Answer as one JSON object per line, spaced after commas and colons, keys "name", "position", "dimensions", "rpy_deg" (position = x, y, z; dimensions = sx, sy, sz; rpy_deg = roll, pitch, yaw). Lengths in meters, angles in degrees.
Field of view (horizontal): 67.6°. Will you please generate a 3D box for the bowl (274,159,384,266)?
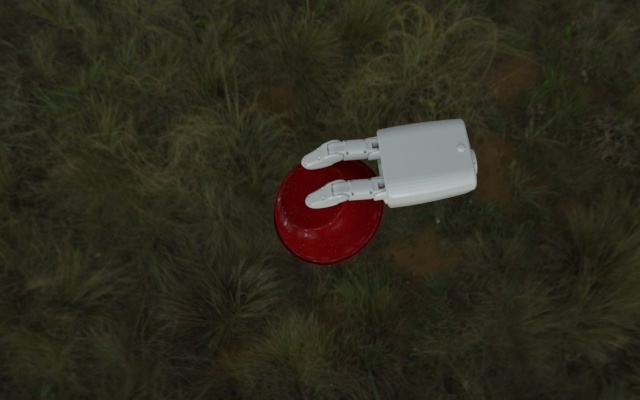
{"name": "bowl", "position": [-0.001, 0.003, 0.633], "dimensions": [0.162, 0.162, 0.055], "rpy_deg": [0, -18, 21]}
